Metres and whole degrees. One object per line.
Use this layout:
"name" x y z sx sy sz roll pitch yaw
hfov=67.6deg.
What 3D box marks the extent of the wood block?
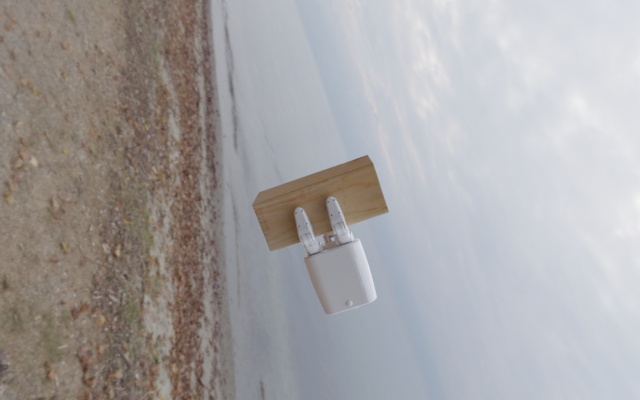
"wood block" 0.000 0.003 0.814 0.206 0.090 0.090 -19 13 4
